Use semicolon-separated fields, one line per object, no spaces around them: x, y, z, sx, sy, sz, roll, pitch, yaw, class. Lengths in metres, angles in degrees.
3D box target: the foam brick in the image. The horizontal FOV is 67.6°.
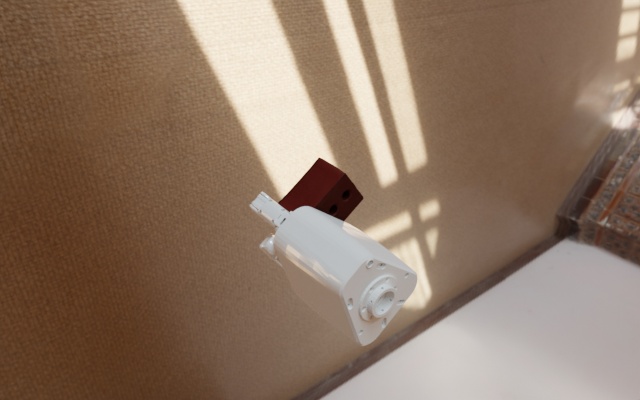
0.000;0.001;0.544;0.051;0.078;0.053;32;-12;45;foam brick
